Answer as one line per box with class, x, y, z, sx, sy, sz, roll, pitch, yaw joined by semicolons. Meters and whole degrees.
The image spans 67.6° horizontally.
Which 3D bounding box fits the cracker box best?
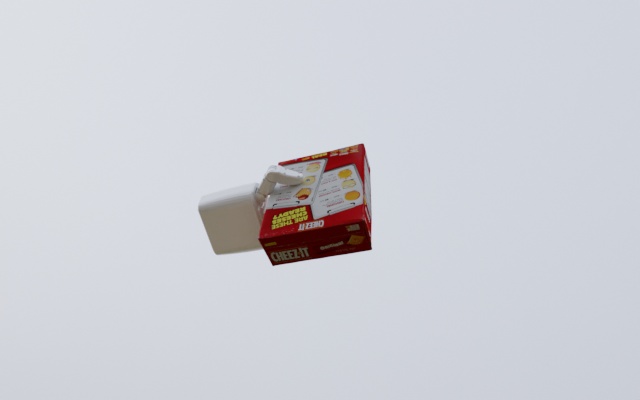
cracker box;0.000;0.002;0.789;0.164;0.072;0.213;-11;36;13
